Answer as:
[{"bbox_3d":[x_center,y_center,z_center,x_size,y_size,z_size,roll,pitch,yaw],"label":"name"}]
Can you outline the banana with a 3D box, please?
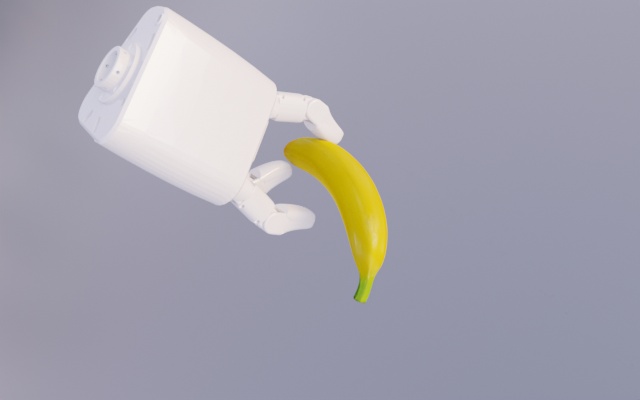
[{"bbox_3d":[0.014,-0.008,0.432,0.070,0.197,0.037,-44,-43,20],"label":"banana"}]
